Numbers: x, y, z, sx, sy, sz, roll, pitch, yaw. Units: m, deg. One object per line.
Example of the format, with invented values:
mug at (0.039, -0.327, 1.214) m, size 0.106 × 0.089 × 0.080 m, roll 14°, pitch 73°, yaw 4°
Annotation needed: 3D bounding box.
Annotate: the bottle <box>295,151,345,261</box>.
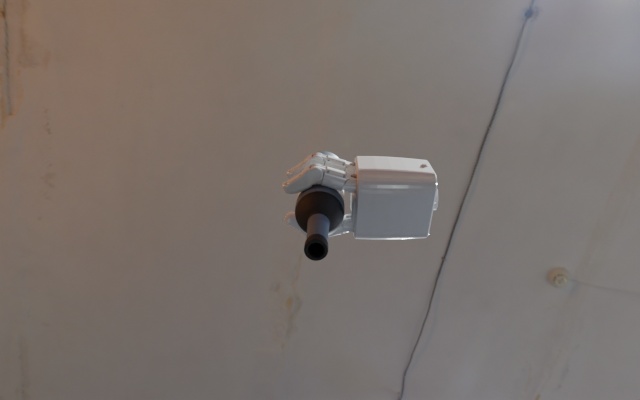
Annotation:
bottle at (0.000, 0.002, 0.671) m, size 0.069 × 0.069 × 0.295 m, roll 0°, pitch 21°, yaw 2°
